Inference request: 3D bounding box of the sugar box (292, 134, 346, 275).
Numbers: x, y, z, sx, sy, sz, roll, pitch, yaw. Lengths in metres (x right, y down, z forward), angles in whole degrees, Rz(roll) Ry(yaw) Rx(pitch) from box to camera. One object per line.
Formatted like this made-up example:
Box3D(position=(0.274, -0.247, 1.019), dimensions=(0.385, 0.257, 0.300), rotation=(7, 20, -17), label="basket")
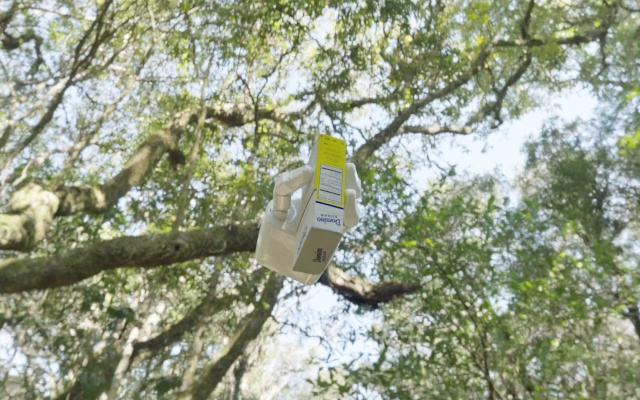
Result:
Box3D(position=(0.001, 0.002, 0.638), dimensions=(0.048, 0.176, 0.093), rotation=(12, -44, -12), label="sugar box")
